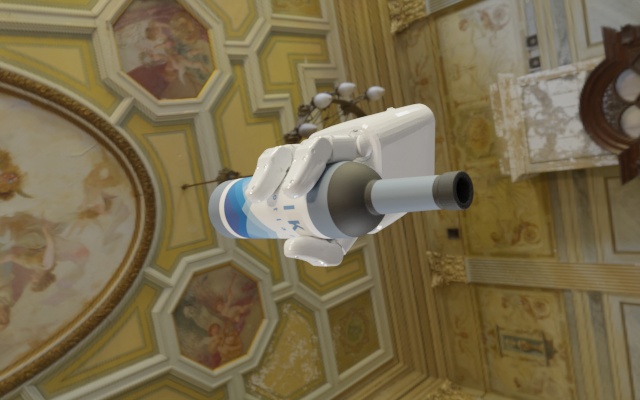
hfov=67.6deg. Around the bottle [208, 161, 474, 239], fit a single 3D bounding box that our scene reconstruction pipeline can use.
[{"bbox_3d":[0.000,0.001,0.438,0.069,0.069,0.296,0,-3,-42],"label":"bottle"}]
